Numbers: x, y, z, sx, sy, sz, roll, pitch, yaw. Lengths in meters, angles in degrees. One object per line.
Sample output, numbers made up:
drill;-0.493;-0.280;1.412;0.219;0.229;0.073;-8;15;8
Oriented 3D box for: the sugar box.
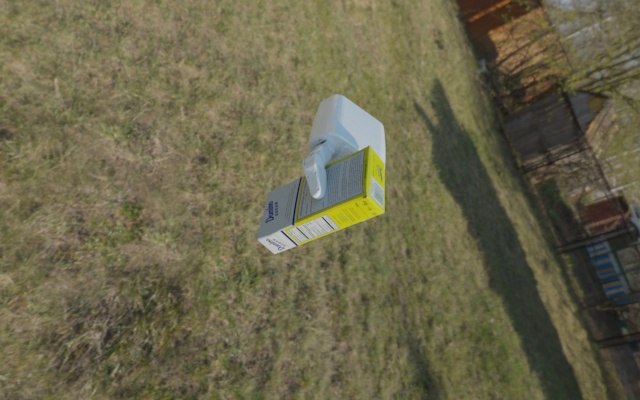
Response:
sugar box;0.001;0.002;0.640;0.176;0.093;0.048;-25;-52;30
